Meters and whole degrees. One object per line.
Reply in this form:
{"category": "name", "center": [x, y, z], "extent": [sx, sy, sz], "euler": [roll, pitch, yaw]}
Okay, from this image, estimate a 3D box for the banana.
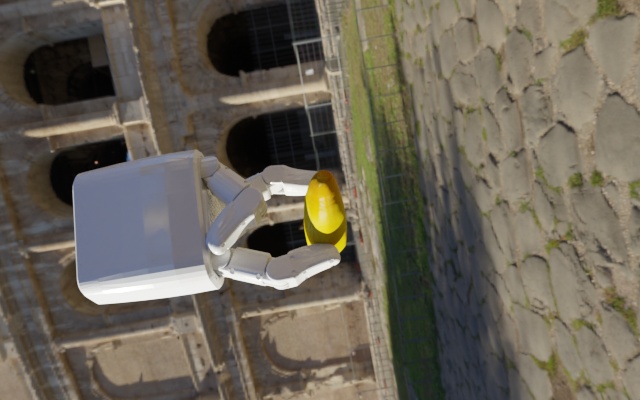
{"category": "banana", "center": [0.003, 0.020, 0.438], "extent": [0.037, 0.069, 0.198], "euler": [-9, -5, 0]}
